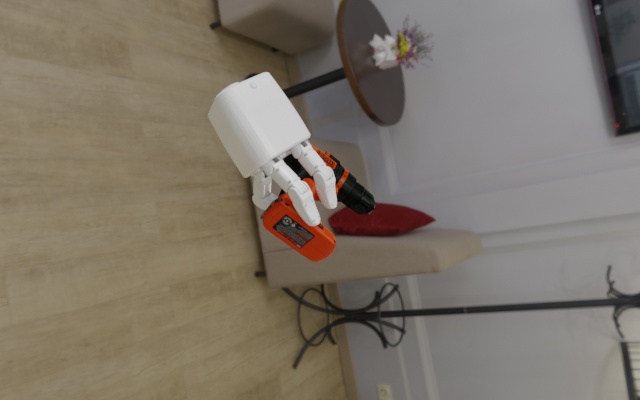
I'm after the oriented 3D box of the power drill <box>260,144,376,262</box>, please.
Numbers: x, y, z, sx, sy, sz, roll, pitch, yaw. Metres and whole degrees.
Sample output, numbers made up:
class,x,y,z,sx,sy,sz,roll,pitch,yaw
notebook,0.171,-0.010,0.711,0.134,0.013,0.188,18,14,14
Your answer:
class,x,y,z,sx,sy,sz,roll,pitch,yaw
power drill,0.000,0.002,0.716,0.184,0.057,0.187,36,36,-13
